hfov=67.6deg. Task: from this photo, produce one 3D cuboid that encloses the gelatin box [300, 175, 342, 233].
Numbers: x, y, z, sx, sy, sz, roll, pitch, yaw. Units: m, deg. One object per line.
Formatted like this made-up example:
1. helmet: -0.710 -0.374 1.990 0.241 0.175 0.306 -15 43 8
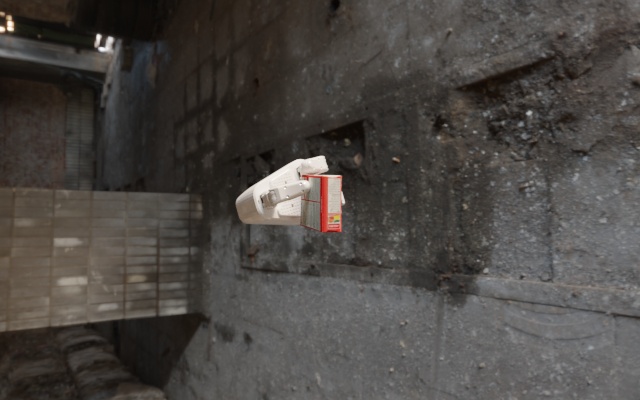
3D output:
1. gelatin box: 0.000 0.002 0.644 0.030 0.073 0.089 -1 4 -21
